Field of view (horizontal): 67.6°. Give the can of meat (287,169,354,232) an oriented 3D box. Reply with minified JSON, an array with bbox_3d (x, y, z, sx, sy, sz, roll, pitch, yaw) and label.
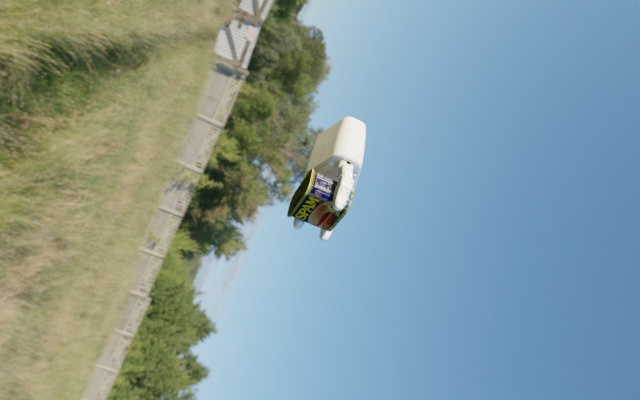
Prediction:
[{"bbox_3d":[0.000,0.003,0.841,0.084,0.057,0.102,23,-42,-14],"label":"can of meat"}]
